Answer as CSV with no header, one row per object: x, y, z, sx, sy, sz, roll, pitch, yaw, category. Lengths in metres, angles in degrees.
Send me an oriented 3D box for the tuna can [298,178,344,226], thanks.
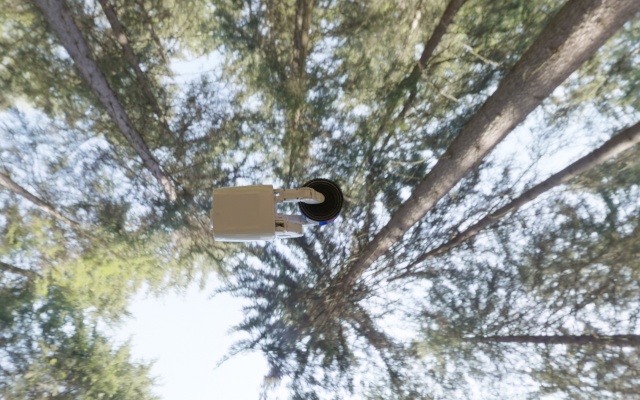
0.000,0.003,0.897,0.086,0.086,0.034,0,-17,-1,tuna can
